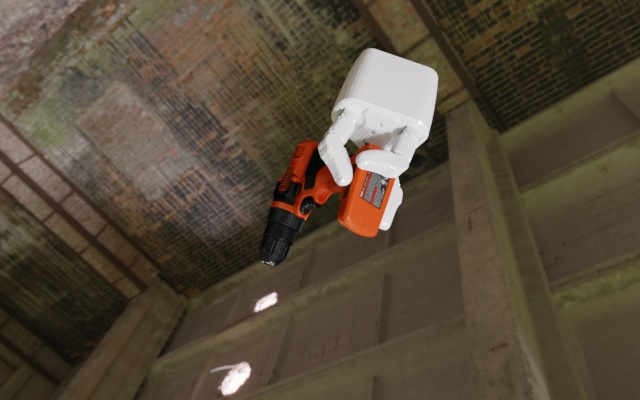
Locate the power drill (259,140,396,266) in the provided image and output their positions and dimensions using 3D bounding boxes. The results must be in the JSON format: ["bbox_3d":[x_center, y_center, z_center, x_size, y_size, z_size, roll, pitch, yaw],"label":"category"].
[{"bbox_3d":[0.000,0.002,0.605,0.057,0.184,0.187,28,-16,-34],"label":"power drill"}]
